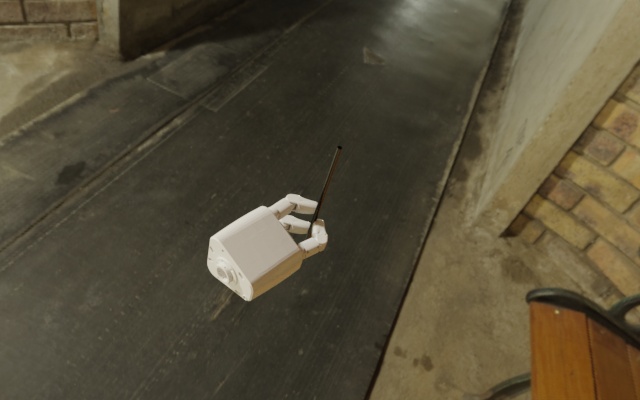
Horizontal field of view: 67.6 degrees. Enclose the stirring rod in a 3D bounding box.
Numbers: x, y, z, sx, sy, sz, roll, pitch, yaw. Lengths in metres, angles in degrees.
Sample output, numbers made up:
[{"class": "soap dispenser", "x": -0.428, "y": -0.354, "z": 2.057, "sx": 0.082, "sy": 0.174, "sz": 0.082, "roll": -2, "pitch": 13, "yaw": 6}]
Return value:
[{"class": "stirring rod", "x": 0.000, "y": 0.003, "z": 0.791, "sx": 0.011, "sy": 0.011, "sz": 0.240, "roll": 0, "pitch": -42, "yaw": -19}]
